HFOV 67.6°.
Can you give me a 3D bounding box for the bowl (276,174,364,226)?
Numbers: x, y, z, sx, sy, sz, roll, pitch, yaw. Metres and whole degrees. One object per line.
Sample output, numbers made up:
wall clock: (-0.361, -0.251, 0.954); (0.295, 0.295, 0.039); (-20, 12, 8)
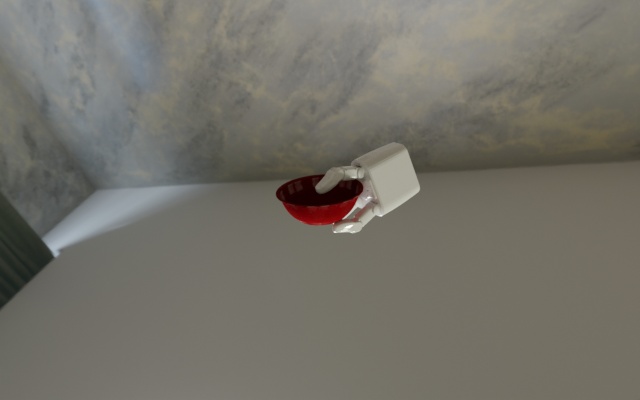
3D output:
bowl: (-0.001, 0.004, 0.886); (0.162, 0.055, 0.162); (-3, 22, 1)
